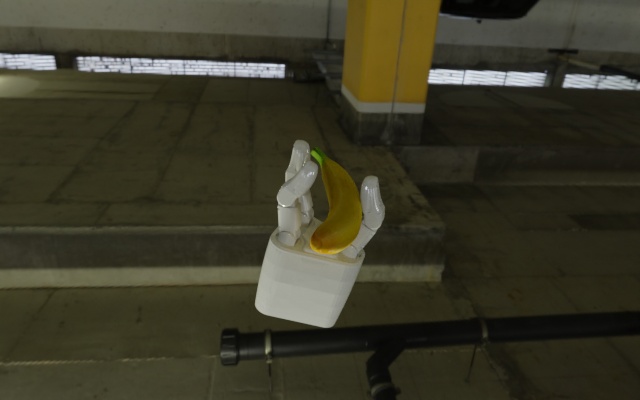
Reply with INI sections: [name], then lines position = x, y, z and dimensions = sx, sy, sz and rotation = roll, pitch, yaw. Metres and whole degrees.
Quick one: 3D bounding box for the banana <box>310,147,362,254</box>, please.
[banana]
position = 0.016, 0.007, 0.532
dimensions = 0.069, 0.037, 0.197
rotation = 25, 27, -16
